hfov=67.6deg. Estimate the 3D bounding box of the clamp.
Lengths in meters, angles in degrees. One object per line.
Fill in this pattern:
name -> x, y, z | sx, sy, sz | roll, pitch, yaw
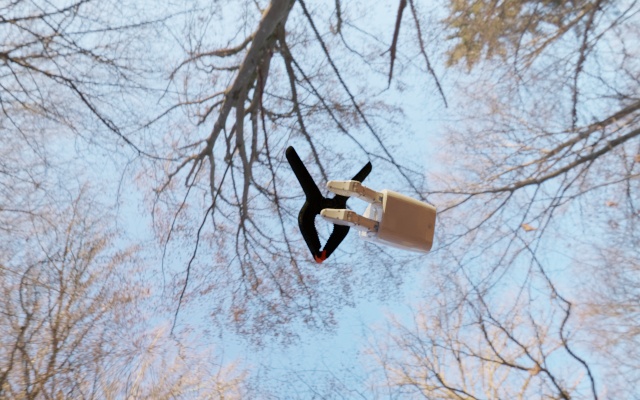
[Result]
clamp -> 0.000, 0.004, 0.845 | 0.164, 0.210, 0.036 | 16, -21, -10
